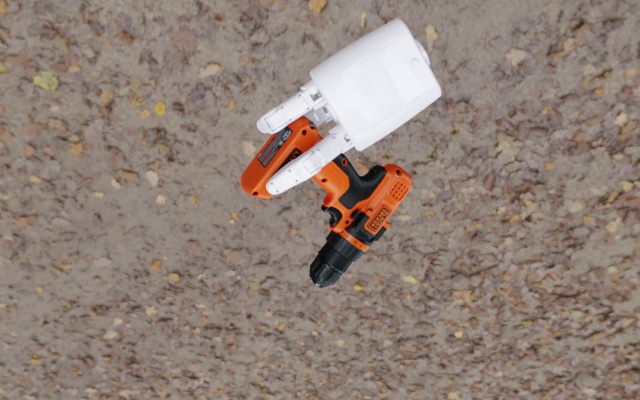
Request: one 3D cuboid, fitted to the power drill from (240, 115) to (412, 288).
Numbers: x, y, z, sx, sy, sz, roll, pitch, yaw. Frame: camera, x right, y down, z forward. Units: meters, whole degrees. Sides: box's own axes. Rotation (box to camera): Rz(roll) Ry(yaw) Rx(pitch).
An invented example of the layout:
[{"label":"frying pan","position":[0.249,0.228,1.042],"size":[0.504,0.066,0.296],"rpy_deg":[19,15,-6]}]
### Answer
[{"label":"power drill","position":[0.000,0.001,0.571],"size":[0.188,0.184,0.057],"rpy_deg":[34,5,-33]}]
